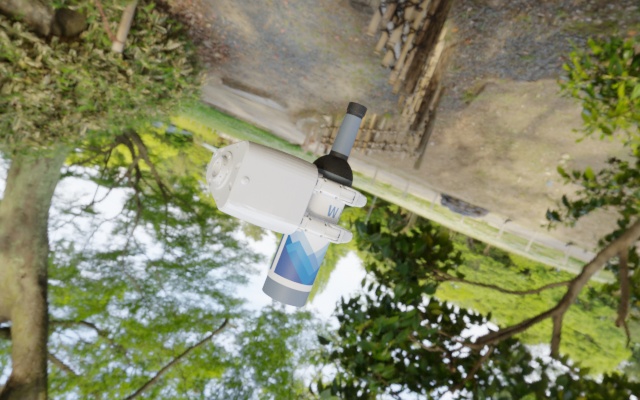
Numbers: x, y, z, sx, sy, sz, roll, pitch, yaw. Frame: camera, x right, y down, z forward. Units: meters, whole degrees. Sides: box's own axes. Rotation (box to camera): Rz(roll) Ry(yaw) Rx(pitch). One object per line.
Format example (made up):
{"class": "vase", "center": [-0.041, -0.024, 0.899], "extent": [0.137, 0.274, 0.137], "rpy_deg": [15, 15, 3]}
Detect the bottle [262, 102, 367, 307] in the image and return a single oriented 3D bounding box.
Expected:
{"class": "bottle", "center": [0.000, 0.002, 0.681], "extent": [0.069, 0.296, 0.069], "rpy_deg": [21, 2, -1]}
